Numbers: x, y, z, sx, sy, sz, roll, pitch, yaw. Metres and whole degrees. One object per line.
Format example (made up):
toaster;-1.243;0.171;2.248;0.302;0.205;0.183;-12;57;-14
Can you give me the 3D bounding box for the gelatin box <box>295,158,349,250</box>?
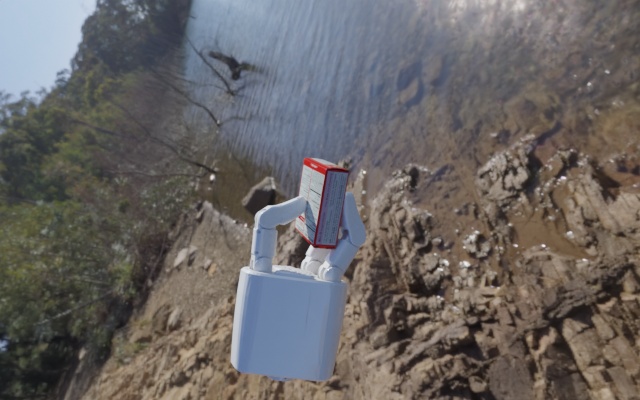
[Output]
gelatin box;0.000;0.001;0.534;0.030;0.089;0.073;4;12;-21
